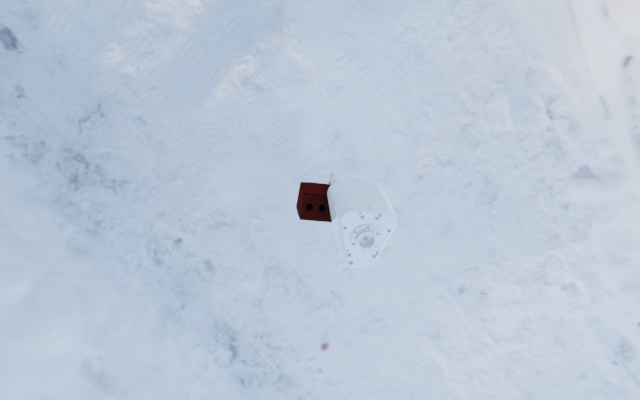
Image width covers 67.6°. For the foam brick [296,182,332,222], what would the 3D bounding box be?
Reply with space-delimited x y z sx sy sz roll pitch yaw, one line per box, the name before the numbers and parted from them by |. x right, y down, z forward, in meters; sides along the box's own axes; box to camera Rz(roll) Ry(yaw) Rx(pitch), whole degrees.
foam brick | 0.000 0.003 0.848 0.078 0.053 0.051 4 26 -10
